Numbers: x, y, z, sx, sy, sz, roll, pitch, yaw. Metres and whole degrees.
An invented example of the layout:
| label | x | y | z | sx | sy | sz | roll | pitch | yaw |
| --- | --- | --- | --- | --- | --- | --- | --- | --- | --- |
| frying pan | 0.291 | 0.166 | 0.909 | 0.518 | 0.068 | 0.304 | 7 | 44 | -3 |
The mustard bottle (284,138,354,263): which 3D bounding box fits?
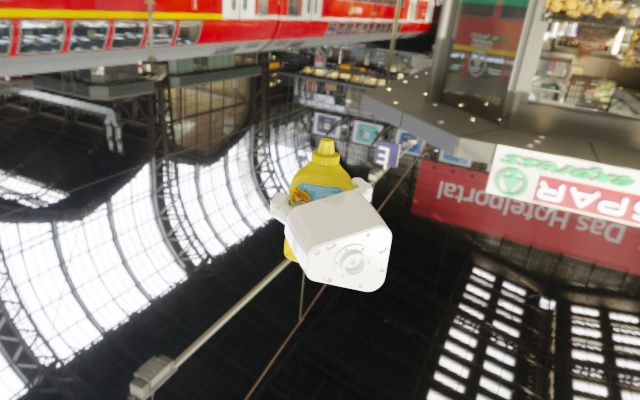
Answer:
| label | x | y | z | sx | sy | sz | roll | pitch | yaw |
| --- | --- | --- | --- | --- | --- | --- | --- | --- | --- |
| mustard bottle | 0.000 | 0.002 | 0.711 | 0.096 | 0.192 | 0.058 | 8 | 23 | 6 |
